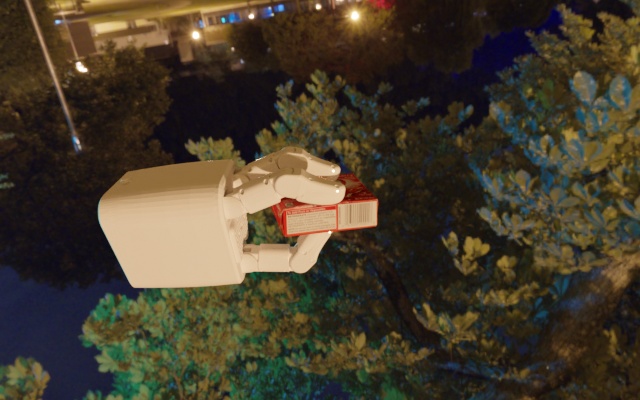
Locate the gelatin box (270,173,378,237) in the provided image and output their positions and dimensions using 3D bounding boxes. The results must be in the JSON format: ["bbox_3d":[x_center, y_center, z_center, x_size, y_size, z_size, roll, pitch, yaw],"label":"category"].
[{"bbox_3d":[0.000,0.002,0.448,0.089,0.030,0.073,-6,23,-13],"label":"gelatin box"}]
